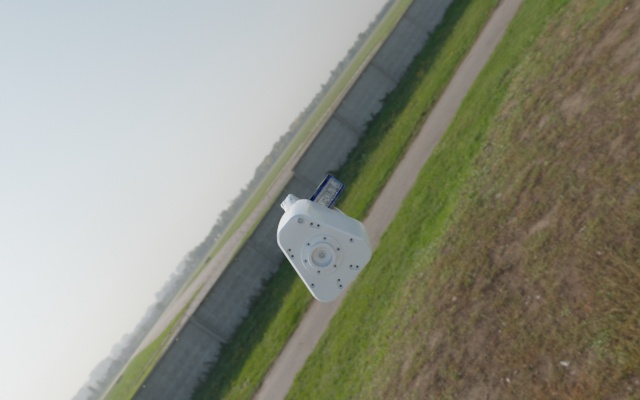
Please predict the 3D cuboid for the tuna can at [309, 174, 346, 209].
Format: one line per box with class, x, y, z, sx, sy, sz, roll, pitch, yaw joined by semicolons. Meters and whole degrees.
tuna can;0.000;0.002;0.734;0.034;0.086;0.086;37;-2;-2
